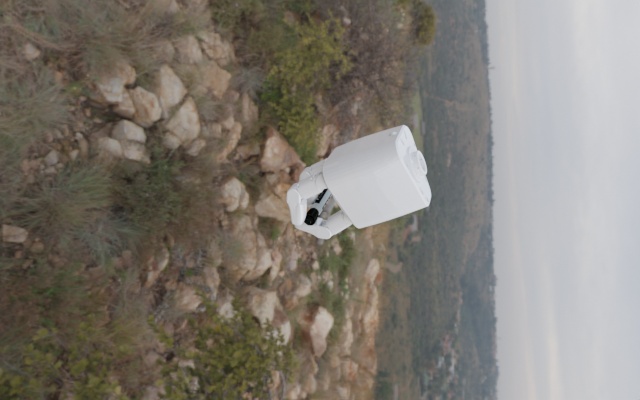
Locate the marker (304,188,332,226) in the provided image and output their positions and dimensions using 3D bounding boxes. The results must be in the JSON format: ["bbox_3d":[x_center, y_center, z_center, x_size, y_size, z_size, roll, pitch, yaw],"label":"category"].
[{"bbox_3d":[0.000,0.002,0.718,0.020,0.020,0.121,0,27,19],"label":"marker"}]
